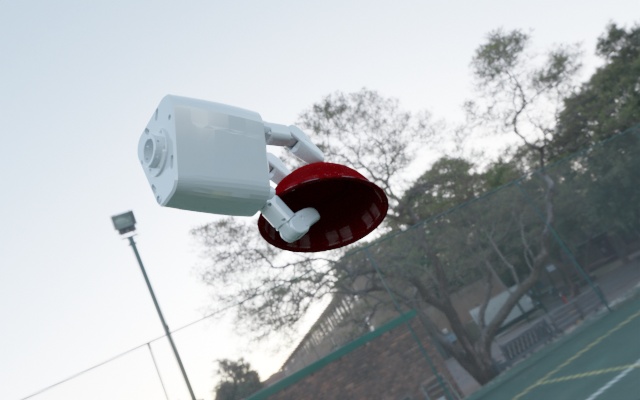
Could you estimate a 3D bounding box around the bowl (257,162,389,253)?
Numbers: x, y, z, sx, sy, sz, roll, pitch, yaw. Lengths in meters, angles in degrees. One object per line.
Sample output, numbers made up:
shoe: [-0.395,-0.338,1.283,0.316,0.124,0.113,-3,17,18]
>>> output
bowl: [0.001,0.002,0.595,0.162,0.055,0.162,-8,-36,-6]
